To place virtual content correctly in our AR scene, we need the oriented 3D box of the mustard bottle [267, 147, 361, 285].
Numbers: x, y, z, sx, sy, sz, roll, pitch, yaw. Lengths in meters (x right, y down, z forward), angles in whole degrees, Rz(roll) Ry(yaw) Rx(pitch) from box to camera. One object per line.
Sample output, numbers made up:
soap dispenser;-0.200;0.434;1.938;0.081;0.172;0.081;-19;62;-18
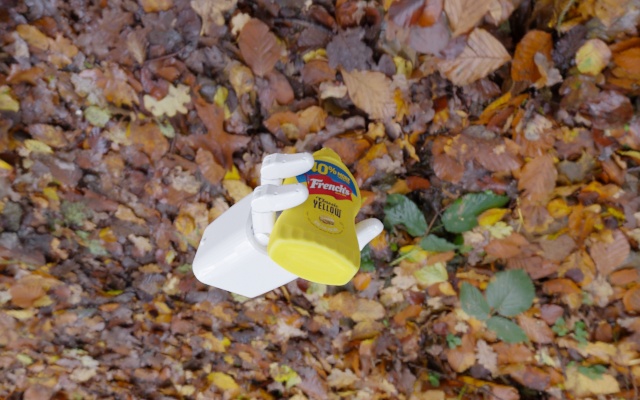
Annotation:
mustard bottle;0.000;0.002;0.553;0.096;0.191;0.058;21;-49;-12
